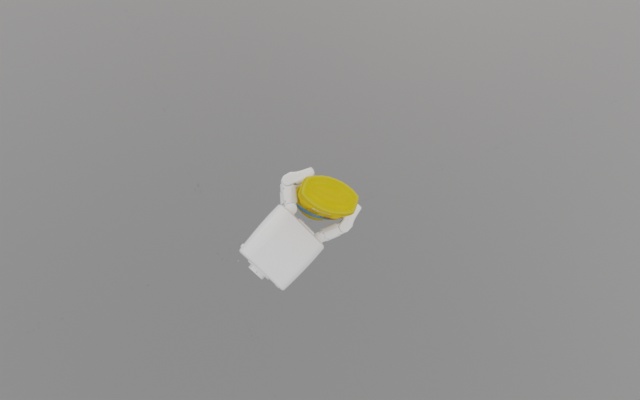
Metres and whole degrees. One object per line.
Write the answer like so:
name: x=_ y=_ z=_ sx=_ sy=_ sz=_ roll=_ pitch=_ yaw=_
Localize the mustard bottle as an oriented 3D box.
mustard bottle: x=0.000 y=0.002 z=0.853 sx=0.096 sy=0.058 sz=0.191 roll=19 pitch=-10 yaw=-7
